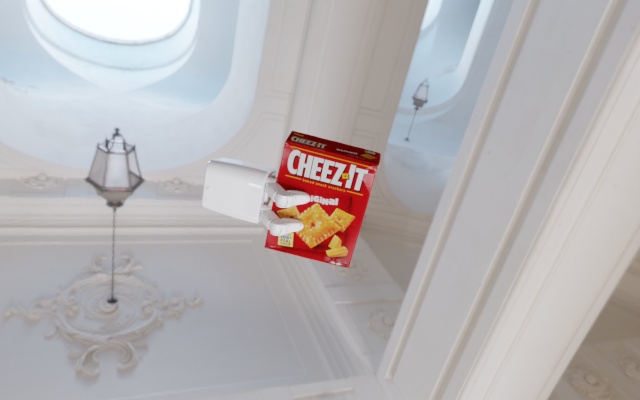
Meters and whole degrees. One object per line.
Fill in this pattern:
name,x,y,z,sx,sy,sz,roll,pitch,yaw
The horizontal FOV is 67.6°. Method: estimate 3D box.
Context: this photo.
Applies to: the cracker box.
cracker box,0.000,0.003,0.854,0.164,0.214,0.072,14,26,2
